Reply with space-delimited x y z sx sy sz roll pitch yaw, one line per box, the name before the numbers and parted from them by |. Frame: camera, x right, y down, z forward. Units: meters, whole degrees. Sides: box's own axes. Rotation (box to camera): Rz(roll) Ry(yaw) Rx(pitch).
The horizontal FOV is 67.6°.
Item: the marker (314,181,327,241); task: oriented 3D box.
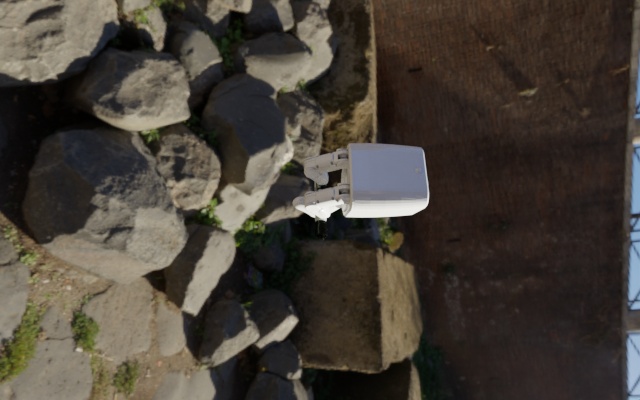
marker | 0.000 0.002 0.719 0.020 0.121 0.020 -1 -25 0
